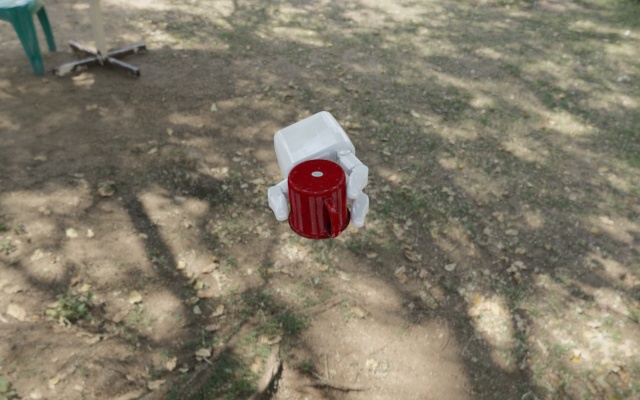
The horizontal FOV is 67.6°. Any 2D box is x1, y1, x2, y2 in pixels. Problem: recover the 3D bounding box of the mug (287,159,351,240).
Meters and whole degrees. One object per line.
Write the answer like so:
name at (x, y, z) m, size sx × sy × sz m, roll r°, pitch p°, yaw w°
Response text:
mug at (0.000, 0.003, 0.670) m, size 0.093 × 0.082 × 0.117 m, roll -15°, pitch 42°, yaw -12°
